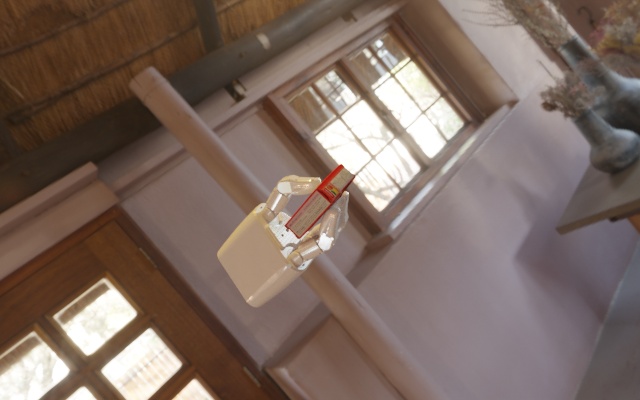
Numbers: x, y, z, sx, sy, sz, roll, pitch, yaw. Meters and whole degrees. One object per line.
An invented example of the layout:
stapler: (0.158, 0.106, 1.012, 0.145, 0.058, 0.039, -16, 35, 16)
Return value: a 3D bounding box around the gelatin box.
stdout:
gelatin box: (0.000, 0.002, 0.623, 0.089, 0.030, 0.073, -50, -2, 41)
